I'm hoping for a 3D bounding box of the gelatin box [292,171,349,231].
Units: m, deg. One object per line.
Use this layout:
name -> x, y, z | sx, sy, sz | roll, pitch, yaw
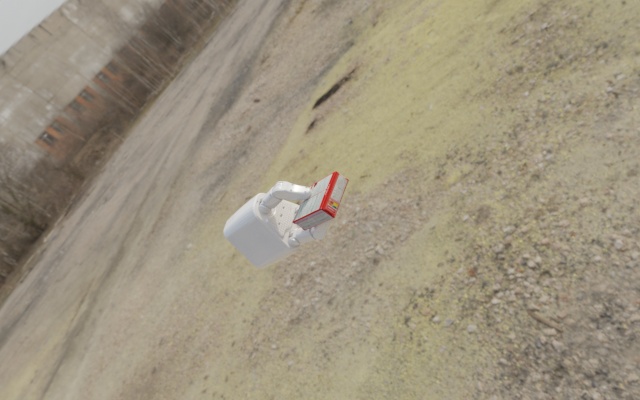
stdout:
gelatin box -> 0.000, 0.002, 0.754 | 0.030, 0.073, 0.089 | 34, -33, -19
